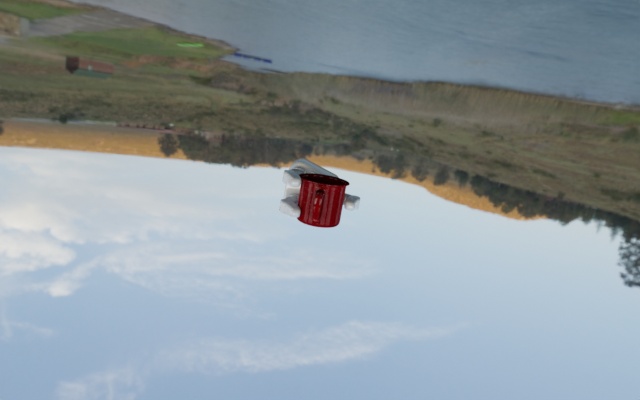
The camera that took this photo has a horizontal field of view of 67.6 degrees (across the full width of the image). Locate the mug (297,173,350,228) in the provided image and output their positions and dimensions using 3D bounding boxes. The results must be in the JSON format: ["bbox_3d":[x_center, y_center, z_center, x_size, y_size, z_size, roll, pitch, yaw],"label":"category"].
[{"bbox_3d":[0.000,0.003,0.856,0.093,0.081,0.117,10,13,1],"label":"mug"}]
